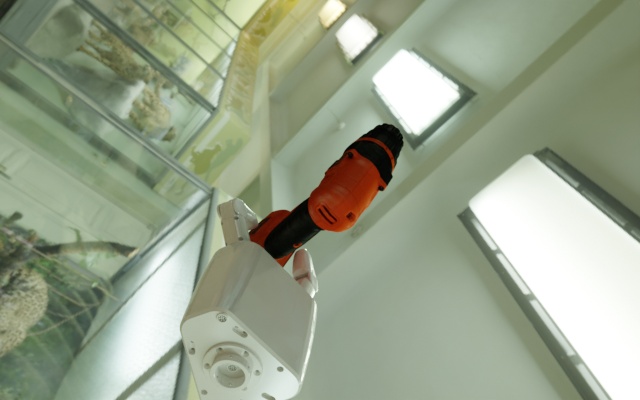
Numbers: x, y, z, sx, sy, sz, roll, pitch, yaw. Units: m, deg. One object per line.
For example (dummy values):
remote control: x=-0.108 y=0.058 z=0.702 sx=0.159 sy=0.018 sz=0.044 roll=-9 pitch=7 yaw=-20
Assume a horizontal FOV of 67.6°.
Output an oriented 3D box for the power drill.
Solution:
power drill: x=0.000 y=0.002 z=0.509 sx=0.188 sy=0.057 sz=0.184 roll=-41 pitch=4 yaw=38
